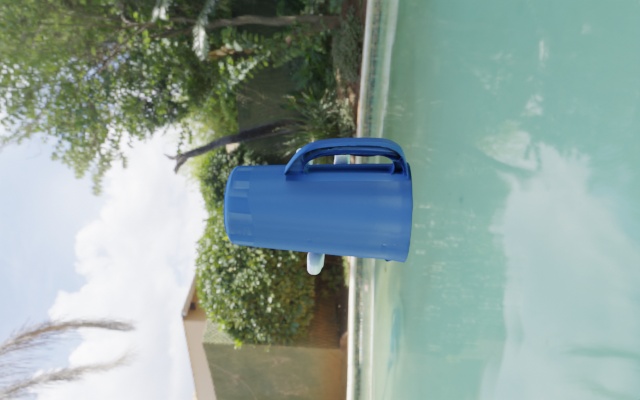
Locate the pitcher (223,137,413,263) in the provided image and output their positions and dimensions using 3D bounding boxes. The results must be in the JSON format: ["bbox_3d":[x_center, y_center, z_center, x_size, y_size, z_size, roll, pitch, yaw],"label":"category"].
[{"bbox_3d":[0.000,0.002,0.637,0.243,0.149,0.145,3,-8,3],"label":"pitcher"}]
